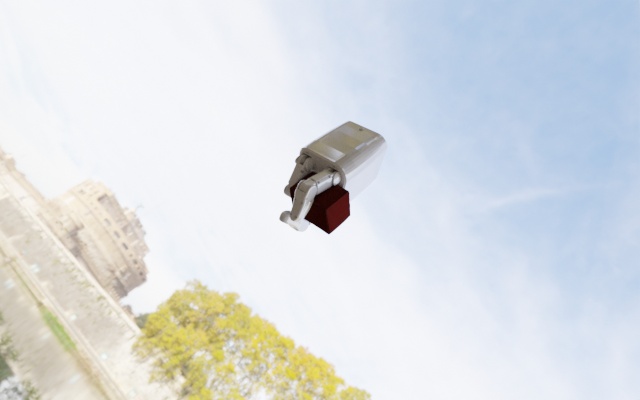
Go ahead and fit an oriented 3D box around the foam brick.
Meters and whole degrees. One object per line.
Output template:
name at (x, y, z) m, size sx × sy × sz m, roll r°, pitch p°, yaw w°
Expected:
foam brick at (0.000, 0.003, 0.710) m, size 0.078 × 0.053 × 0.051 m, roll 31°, pitch 54°, yaw 33°
